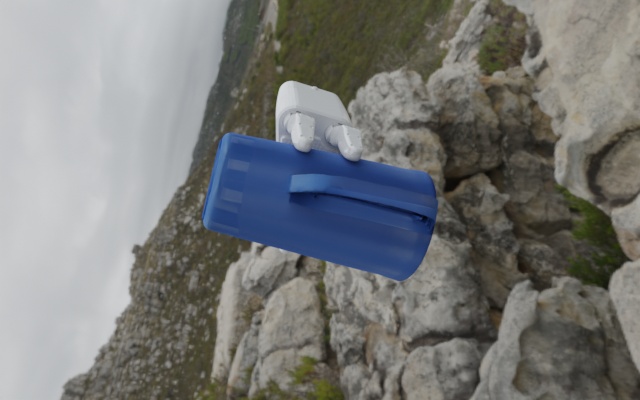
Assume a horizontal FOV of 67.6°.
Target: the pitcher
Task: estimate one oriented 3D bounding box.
[{"bbox_3d":[0.000,0.002,0.532,0.243,0.149,0.145,13,33,-14],"label":"pitcher"}]
